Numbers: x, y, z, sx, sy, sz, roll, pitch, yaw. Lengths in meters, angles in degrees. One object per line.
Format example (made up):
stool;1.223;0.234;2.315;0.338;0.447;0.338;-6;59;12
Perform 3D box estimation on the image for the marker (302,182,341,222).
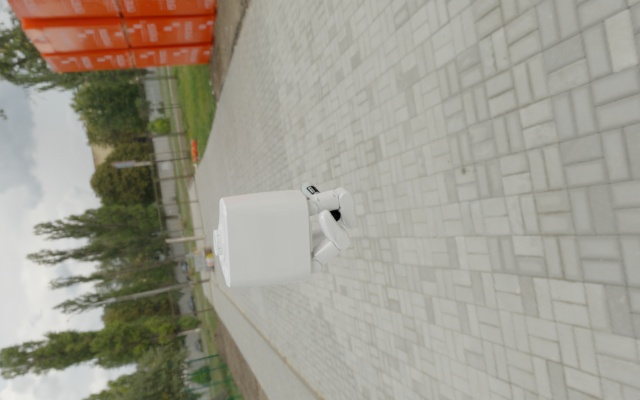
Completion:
marker;0.000;0.002;0.676;0.020;0.020;0.121;0;21;-20
